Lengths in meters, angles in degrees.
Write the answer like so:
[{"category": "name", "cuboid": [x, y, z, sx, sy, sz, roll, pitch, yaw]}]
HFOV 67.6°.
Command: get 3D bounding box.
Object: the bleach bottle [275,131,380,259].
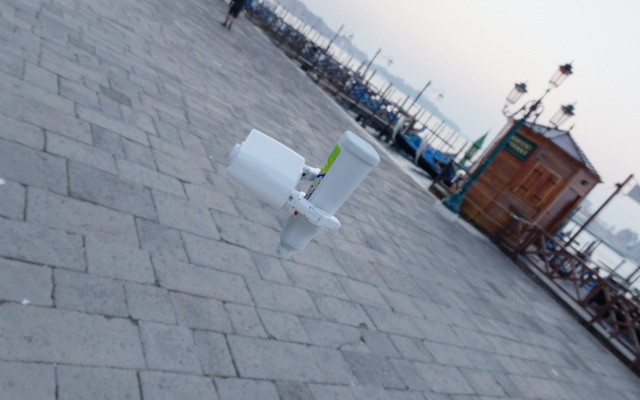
[{"category": "bleach bottle", "cuboid": [0.000, 0.003, 0.828, 0.068, 0.251, 0.102, 32, 16, -13]}]
